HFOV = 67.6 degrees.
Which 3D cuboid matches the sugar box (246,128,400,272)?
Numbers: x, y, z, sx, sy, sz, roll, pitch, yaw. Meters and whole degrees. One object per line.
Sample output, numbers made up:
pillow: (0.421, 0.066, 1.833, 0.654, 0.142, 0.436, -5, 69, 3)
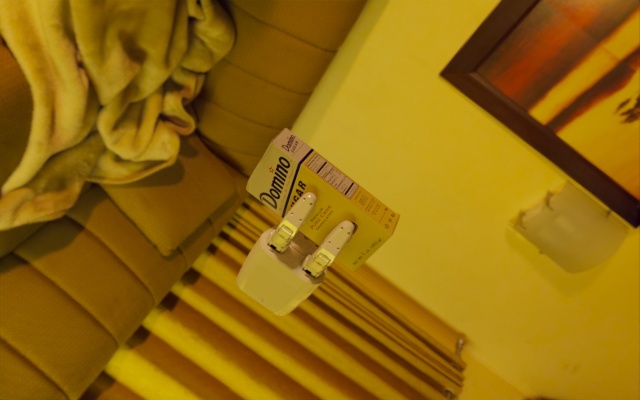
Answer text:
sugar box: (0.000, 0.002, 0.584, 0.176, 0.093, 0.048, 35, 42, -2)
